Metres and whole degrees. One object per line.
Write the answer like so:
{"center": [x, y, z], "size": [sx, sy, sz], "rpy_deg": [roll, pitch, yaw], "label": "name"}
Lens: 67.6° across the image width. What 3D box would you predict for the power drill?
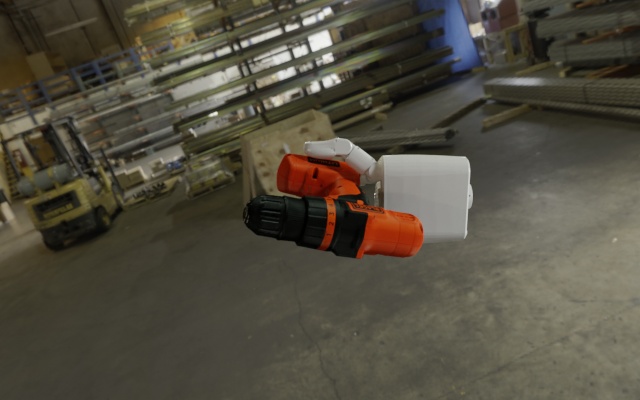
{"center": [0.000, 0.002, 0.533], "size": [0.184, 0.057, 0.187], "rpy_deg": [11, 20, -17], "label": "power drill"}
